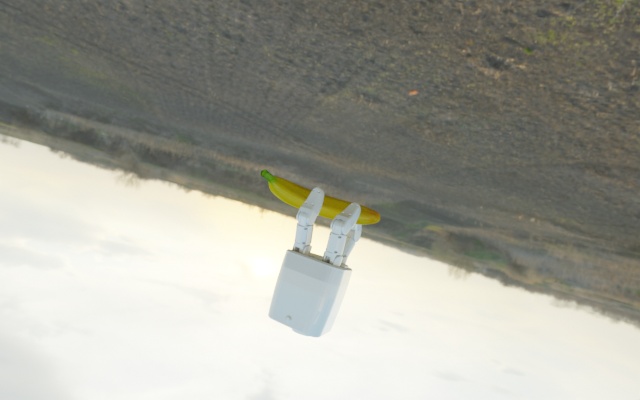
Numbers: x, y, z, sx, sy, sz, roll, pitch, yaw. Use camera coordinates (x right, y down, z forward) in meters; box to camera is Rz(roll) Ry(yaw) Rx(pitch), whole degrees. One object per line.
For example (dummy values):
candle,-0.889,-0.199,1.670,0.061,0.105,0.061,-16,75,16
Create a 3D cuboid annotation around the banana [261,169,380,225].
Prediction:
banana,-0.002,0.004,0.759,0.198,0.037,0.069,19,-6,7
